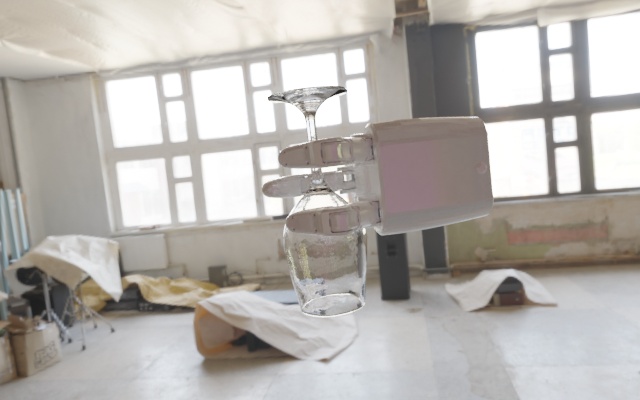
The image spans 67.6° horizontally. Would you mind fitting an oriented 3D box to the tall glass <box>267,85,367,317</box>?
[{"bbox_3d":[0.000,0.001,0.442,0.079,0.201,0.079,-6,5,1],"label":"tall glass"}]
